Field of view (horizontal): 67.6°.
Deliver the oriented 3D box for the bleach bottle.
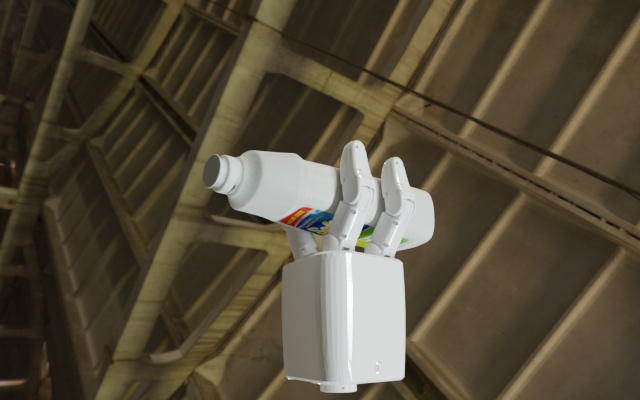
[{"bbox_3d":[0.000,0.001,0.466,0.251,0.068,0.102,14,-21,-40],"label":"bleach bottle"}]
